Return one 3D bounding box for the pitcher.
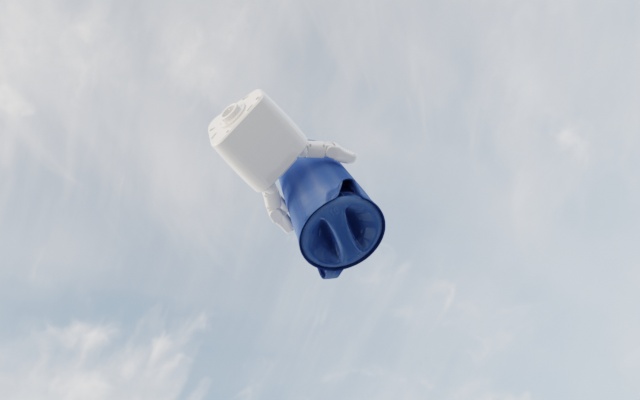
[{"bbox_3d":[0.000,0.002,0.794,0.145,0.149,0.242,44,10,-33],"label":"pitcher"}]
